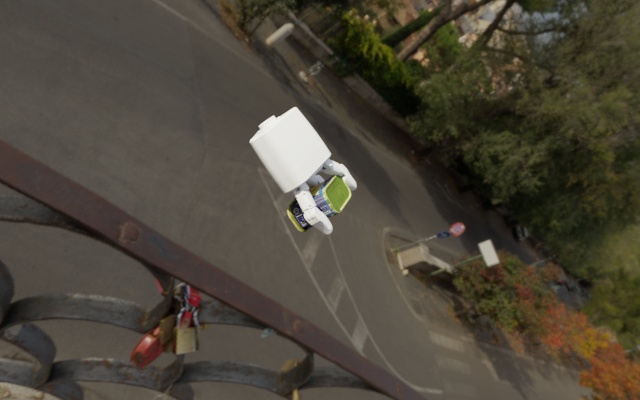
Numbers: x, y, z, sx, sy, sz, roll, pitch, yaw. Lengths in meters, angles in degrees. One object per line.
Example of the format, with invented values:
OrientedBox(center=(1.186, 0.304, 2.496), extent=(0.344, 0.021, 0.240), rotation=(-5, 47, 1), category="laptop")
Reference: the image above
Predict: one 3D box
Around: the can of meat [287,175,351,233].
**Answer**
OrientedBox(center=(0.000, 0.003, 0.861), extent=(0.084, 0.057, 0.102), rotation=(-28, 12, 29), category="can of meat")
